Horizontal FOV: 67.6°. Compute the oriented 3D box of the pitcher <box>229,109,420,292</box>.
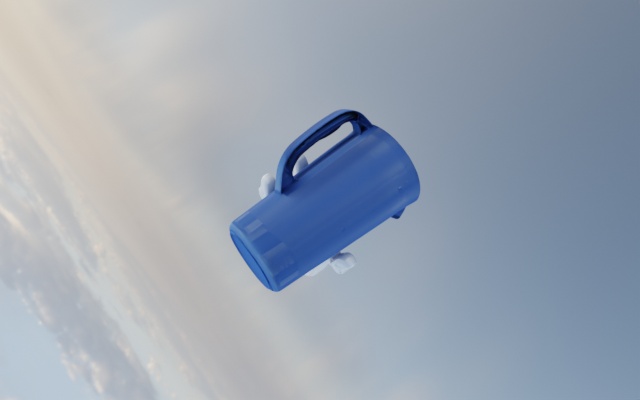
[{"bbox_3d":[0.000,0.002,0.638,0.243,0.149,0.145,-35,-15,-18],"label":"pitcher"}]
